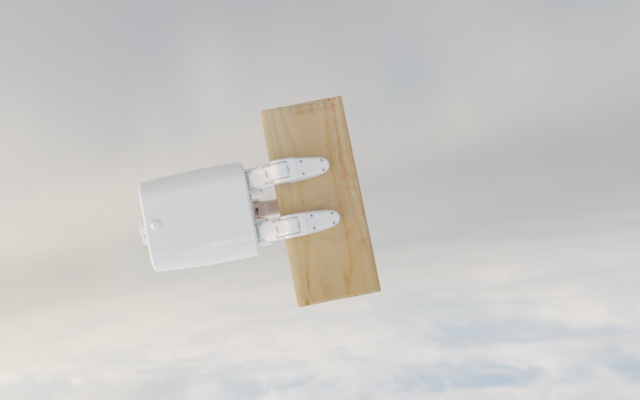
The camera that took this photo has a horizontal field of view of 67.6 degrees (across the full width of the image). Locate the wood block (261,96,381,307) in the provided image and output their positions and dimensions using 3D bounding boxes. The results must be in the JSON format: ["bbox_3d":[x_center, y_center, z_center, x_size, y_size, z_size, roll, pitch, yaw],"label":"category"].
[{"bbox_3d":[0.000,0.002,0.534,0.090,0.206,0.091,-11,-3,-1],"label":"wood block"}]
